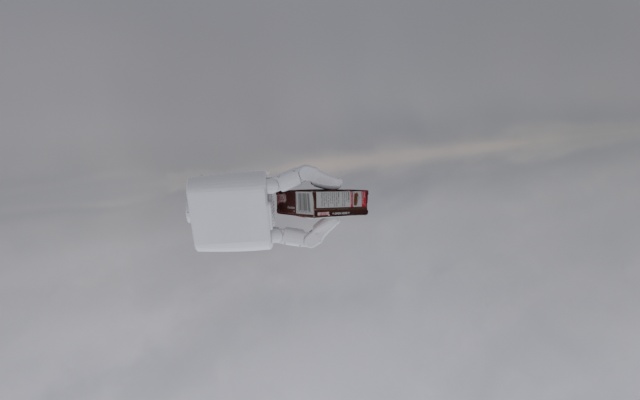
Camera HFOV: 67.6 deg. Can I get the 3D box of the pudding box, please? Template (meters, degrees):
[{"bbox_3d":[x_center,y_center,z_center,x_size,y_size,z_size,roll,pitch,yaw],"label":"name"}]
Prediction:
[{"bbox_3d":[0.000,0.002,0.677,0.090,0.039,0.113,-3,5,-31],"label":"pudding box"}]
